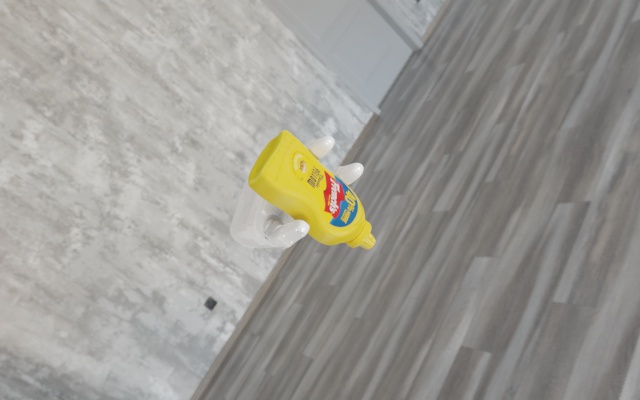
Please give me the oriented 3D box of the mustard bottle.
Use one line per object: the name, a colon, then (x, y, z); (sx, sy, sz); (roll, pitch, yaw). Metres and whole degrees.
mustard bottle: (0.000, 0.002, 0.620); (0.192, 0.096, 0.058); (41, -50, -20)
